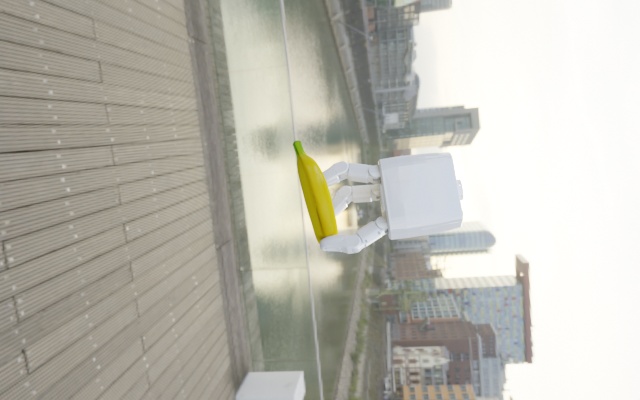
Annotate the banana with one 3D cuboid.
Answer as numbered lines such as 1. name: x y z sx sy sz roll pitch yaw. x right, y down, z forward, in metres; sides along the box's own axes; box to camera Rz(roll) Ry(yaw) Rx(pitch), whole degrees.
1. banana: 0.001 0.011 0.689 0.037 0.198 0.069 -12 36 4
